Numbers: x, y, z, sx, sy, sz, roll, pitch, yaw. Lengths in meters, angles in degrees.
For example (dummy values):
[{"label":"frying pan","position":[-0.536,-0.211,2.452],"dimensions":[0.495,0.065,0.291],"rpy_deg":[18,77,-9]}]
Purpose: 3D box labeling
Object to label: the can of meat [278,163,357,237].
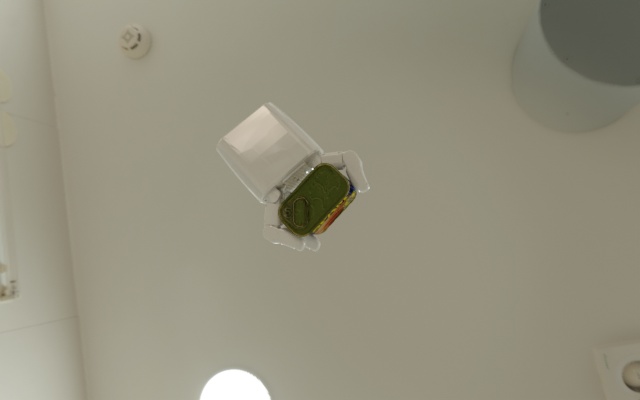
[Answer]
[{"label":"can of meat","position":[0.000,0.002,0.663],"dimensions":[0.057,0.102,0.084],"rpy_deg":[44,7,13]}]
